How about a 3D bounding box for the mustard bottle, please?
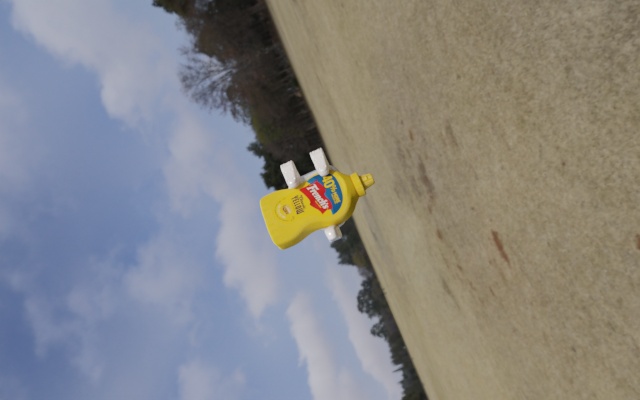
[{"bbox_3d":[0.000,0.003,0.798,0.191,0.096,0.058,-24,-28,5],"label":"mustard bottle"}]
